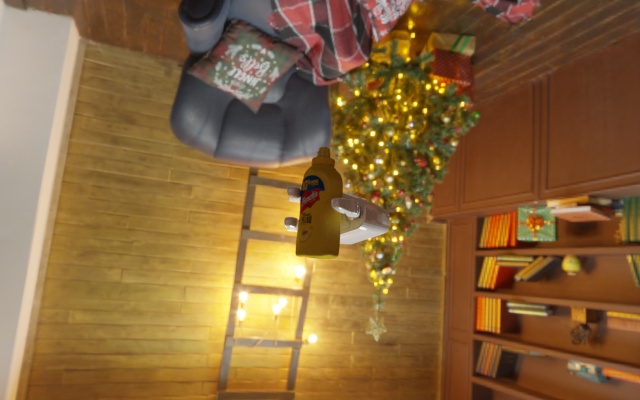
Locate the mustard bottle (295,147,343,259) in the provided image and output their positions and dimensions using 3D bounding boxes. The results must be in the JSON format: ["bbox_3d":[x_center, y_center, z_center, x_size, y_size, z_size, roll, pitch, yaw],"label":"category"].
[{"bbox_3d":[0.000,0.003,0.819,0.058,0.191,0.096,10,-11,-29],"label":"mustard bottle"}]
